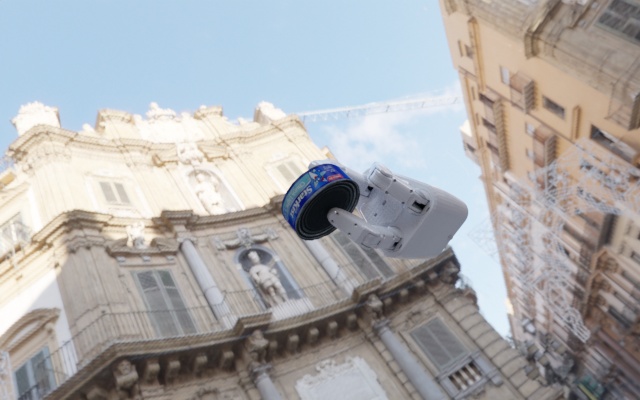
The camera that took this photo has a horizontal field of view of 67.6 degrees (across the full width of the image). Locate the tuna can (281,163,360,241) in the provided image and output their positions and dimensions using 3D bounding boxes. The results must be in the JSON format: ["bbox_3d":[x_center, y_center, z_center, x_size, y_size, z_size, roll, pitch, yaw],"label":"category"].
[{"bbox_3d":[0.000,0.001,0.526,0.086,0.086,0.033,0,39,-48],"label":"tuna can"}]
